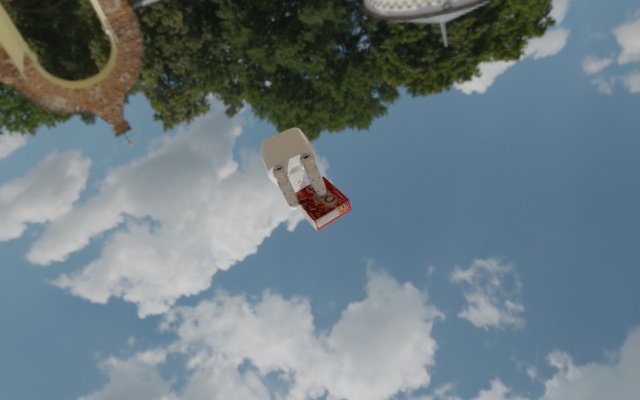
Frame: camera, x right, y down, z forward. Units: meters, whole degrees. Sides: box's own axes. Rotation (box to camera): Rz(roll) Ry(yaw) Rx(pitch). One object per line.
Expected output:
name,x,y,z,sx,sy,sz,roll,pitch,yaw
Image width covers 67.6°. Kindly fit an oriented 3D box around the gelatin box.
gelatin box,0.000,0.003,0.844,0.073,0.030,0.089,-30,44,-13
